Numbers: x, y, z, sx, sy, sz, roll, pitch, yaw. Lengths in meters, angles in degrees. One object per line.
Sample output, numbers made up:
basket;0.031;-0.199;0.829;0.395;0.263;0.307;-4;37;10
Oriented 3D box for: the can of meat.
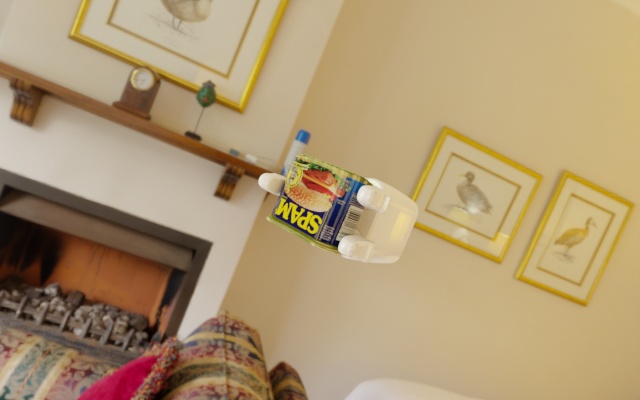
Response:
can of meat;0.000;0.001;0.523;0.102;0.084;0.057;25;3;42
